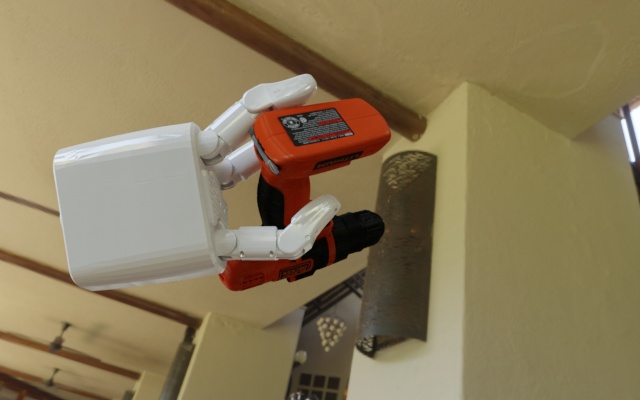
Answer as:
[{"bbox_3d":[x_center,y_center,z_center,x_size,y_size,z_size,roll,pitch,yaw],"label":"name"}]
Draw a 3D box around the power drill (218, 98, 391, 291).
[{"bbox_3d":[0.000,0.001,0.432,0.184,0.057,0.188,-16,-38,-27],"label":"power drill"}]
